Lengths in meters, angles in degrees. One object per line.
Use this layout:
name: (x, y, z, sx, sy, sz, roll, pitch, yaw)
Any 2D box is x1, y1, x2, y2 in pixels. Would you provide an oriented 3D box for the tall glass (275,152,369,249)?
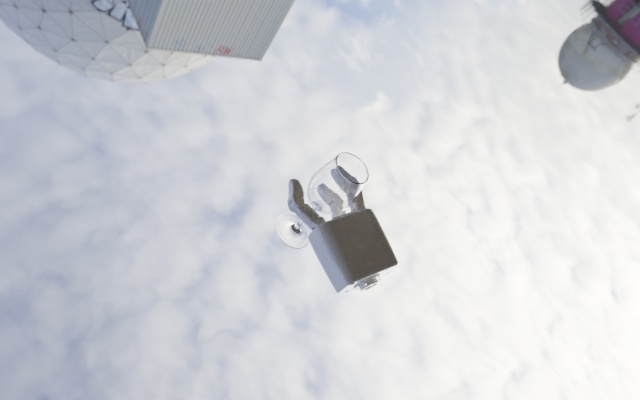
tall glass: (0.000, 0.003, 0.809, 0.079, 0.079, 0.201, 0, -33, -36)
